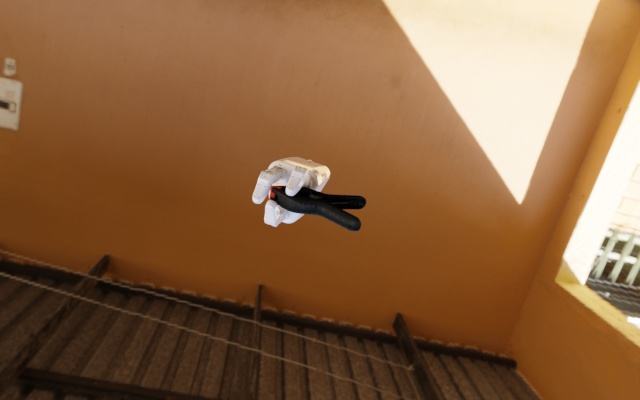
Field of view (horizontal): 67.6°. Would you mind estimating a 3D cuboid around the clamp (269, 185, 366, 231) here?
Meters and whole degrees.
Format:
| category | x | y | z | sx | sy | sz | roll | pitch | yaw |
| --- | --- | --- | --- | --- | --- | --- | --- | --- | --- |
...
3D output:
| category | x | y | z | sx | sy | sz | roll | pitch | yaw |
| --- | --- | --- | --- | --- | --- | --- | --- | --- | --- |
| clamp | 0.000 | 0.003 | 0.826 | 0.171 | 0.039 | 0.120 | 19 | 17 | 12 |
